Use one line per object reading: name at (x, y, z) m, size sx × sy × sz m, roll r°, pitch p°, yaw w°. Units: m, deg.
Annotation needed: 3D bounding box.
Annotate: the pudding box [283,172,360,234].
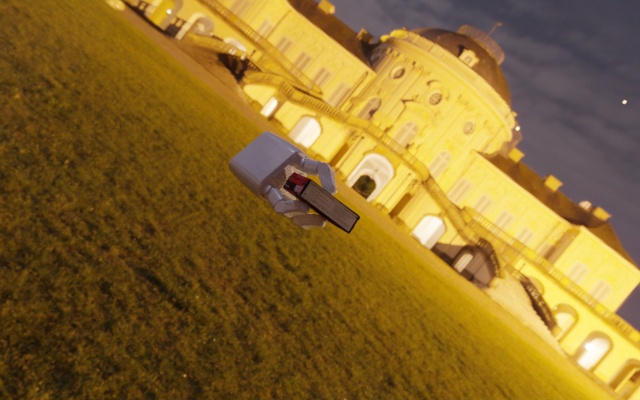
pudding box at (0.000, 0.002, 0.790) m, size 0.113 × 0.039 × 0.090 m, roll 35°, pitch -2°, yaw -23°
